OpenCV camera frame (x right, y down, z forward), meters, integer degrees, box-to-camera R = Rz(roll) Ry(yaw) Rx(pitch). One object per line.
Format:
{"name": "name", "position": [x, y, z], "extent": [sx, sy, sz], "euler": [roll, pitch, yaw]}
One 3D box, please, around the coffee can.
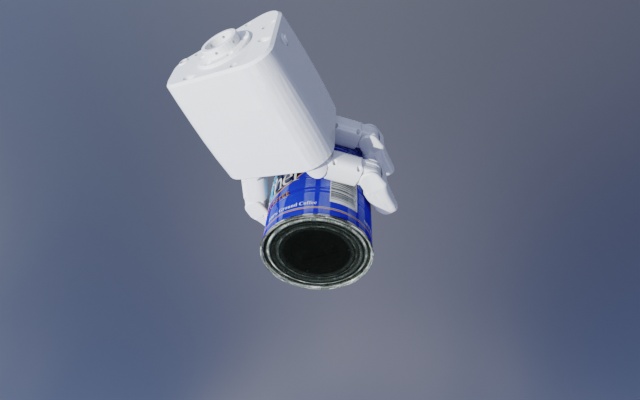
{"name": "coffee can", "position": [0.000, 0.002, 0.476], "extent": [0.103, 0.103, 0.140], "euler": [0, 44, 4]}
